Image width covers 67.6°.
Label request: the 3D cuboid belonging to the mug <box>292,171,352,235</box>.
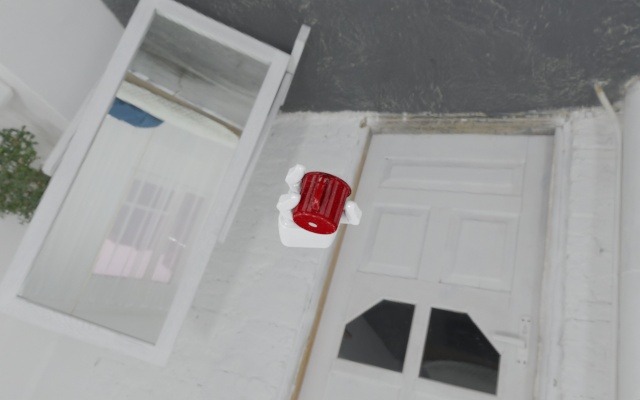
[{"bbox_3d":[0.000,0.002,0.821,0.093,0.081,0.117,15,-25,4],"label":"mug"}]
